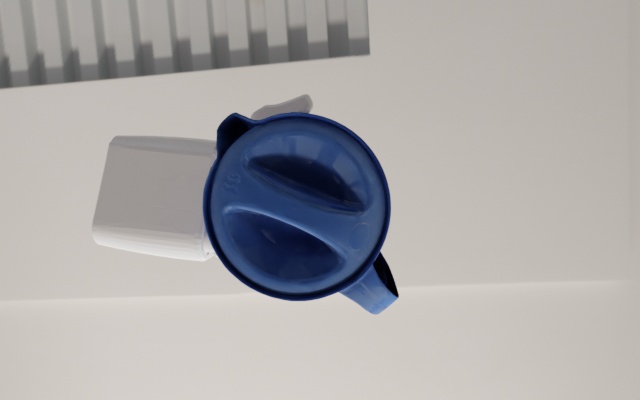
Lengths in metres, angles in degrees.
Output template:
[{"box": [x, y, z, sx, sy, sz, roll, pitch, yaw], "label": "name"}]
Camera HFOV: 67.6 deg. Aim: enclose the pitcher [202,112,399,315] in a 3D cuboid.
[{"box": [0.000, 0.001, 0.444, 0.145, 0.149, 0.243, 4, 7, 6], "label": "pitcher"}]
